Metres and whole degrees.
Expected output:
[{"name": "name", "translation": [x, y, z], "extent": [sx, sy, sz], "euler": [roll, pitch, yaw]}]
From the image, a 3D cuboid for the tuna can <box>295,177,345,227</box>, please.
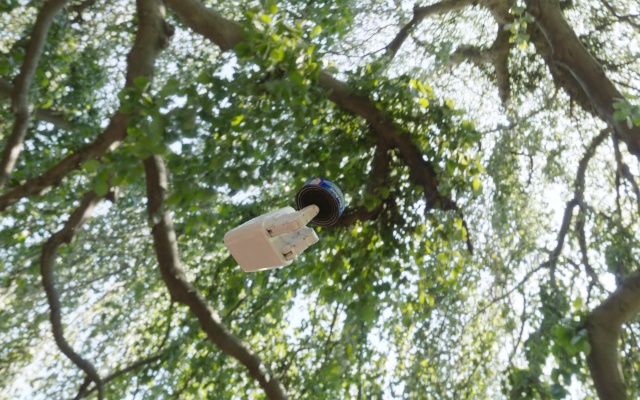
[{"name": "tuna can", "translation": [0.000, 0.002, 0.843], "extent": [0.086, 0.086, 0.033], "euler": [0, 30, 29]}]
